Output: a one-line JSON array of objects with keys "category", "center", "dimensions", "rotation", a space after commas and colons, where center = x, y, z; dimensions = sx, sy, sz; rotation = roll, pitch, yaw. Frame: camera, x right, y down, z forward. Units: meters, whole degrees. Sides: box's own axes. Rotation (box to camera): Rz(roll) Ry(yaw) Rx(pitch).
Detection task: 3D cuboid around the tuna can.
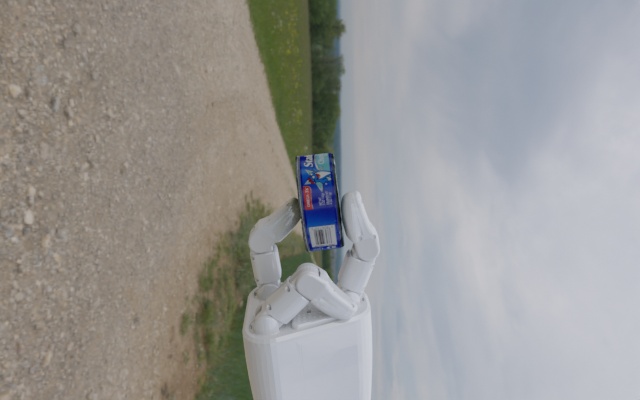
[{"category": "tuna can", "center": [0.001, 0.001, 0.421], "dimensions": [0.034, 0.086, 0.086], "rotation": [-7, 0, 2]}]
